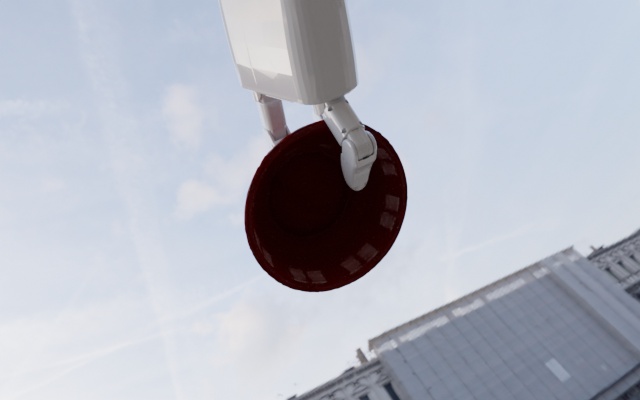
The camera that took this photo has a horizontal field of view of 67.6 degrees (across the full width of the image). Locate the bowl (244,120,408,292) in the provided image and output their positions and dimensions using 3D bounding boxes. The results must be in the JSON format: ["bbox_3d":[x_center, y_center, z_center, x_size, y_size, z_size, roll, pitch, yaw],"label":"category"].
[{"bbox_3d":[0.000,0.003,0.450,0.162,0.162,0.055,0,15,-25],"label":"bowl"}]
